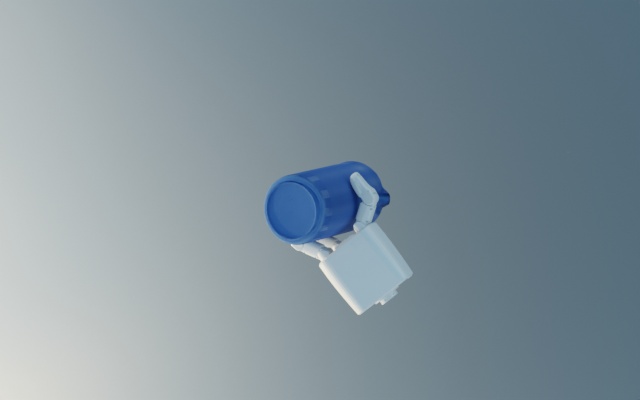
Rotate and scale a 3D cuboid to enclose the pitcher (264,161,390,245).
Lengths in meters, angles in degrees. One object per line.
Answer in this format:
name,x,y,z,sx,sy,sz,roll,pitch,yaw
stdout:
pitcher,0.000,0.003,0.825,0.149,0.145,0.243,-44,-14,24
